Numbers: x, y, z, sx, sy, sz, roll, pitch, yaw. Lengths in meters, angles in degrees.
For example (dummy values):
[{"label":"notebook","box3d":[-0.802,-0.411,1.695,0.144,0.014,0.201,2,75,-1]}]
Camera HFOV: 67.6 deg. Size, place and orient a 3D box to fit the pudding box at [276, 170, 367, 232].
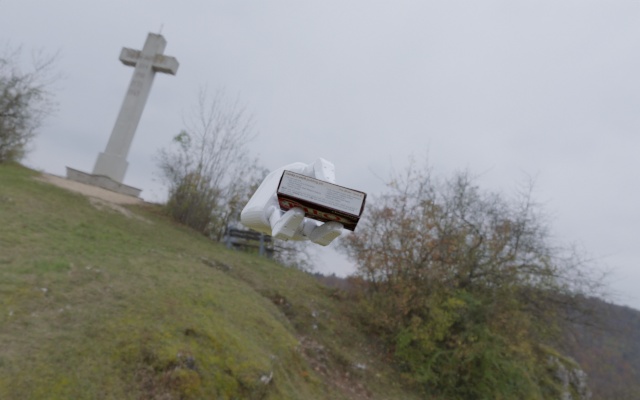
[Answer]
[{"label":"pudding box","box3d":[0.000,0.002,0.635,0.113,0.039,0.090,14,-13,2]}]
